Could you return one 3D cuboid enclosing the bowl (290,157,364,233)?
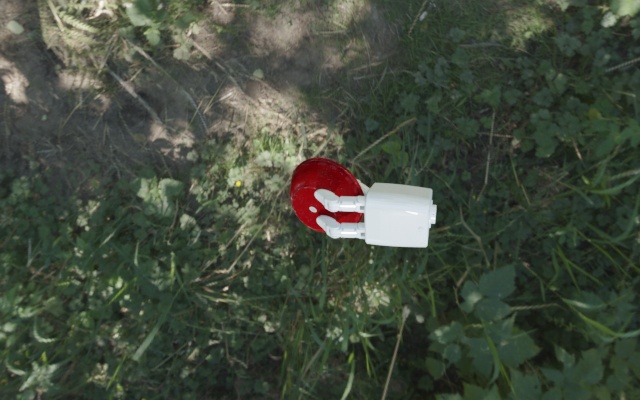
[{"bbox_3d":[-0.001,0.003,0.899,0.162,0.162,0.055,0,28,33],"label":"bowl"}]
